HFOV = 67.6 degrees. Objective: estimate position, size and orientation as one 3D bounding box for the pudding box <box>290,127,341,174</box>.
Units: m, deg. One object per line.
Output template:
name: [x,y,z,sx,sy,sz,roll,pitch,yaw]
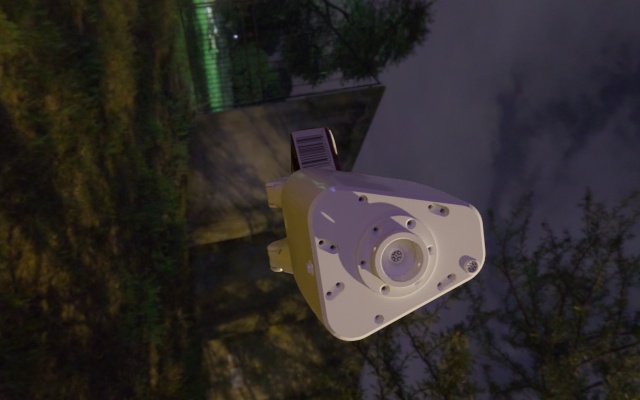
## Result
pudding box: [0.000,0.001,0.445,0.039,0.113,0.090,-10,-19,-7]
